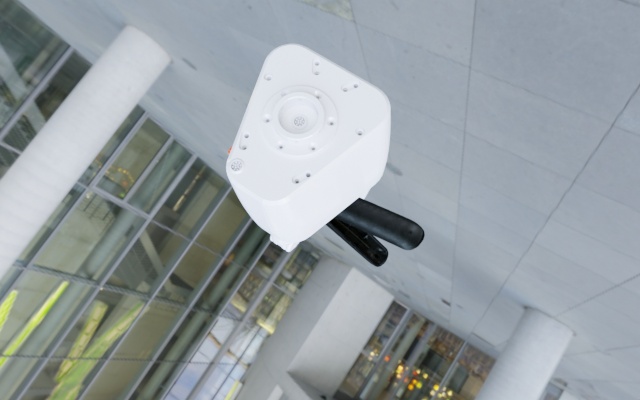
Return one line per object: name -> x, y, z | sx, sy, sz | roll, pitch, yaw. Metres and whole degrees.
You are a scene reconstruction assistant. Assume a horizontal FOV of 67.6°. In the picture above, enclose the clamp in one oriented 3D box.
clamp -> -0.001, 0.002, 0.489 | 0.210, 0.036, 0.165 | 32, -14, 11
